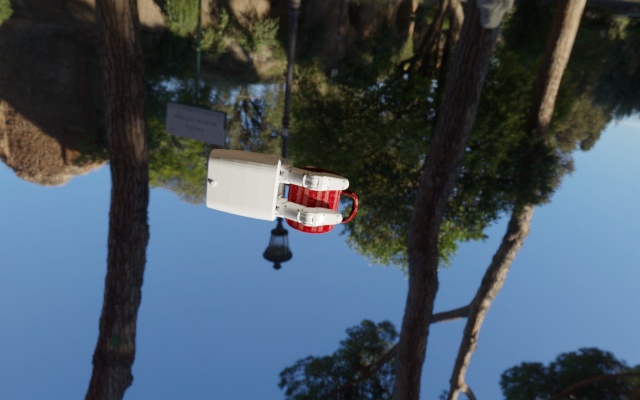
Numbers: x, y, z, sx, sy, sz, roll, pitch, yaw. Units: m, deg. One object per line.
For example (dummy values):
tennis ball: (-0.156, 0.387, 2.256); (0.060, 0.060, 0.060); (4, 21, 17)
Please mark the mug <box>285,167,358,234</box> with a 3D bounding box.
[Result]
mug: (0.002, 0.003, 0.754); (0.117, 0.081, 0.093); (10, 21, 3)
